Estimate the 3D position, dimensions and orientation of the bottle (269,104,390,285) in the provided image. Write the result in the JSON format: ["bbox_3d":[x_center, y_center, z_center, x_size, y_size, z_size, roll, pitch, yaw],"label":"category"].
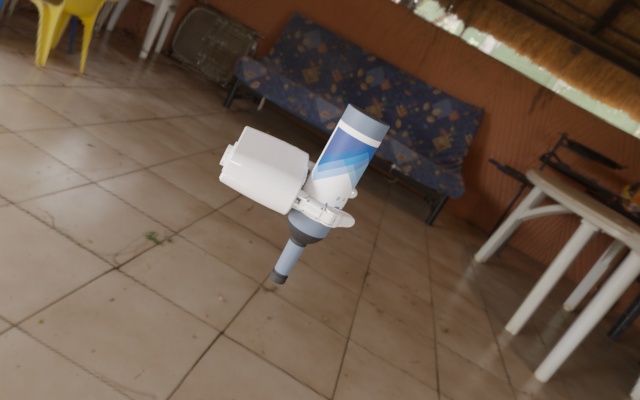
[{"bbox_3d":[0.000,0.002,0.716,0.069,0.296,0.069,27,17,-9],"label":"bottle"}]
